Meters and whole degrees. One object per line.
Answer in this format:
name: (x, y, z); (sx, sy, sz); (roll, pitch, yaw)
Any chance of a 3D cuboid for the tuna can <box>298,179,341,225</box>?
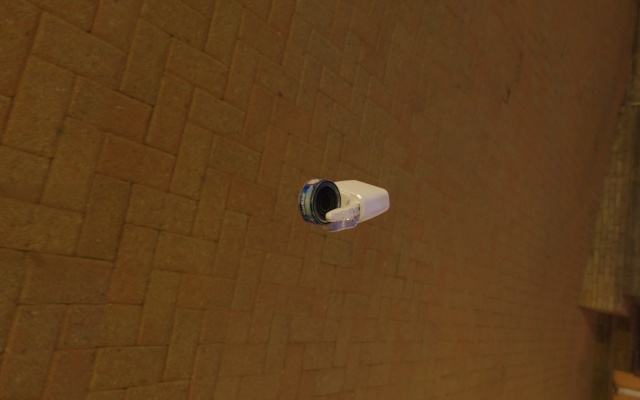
tuna can: (0.001, 0.003, 0.880); (0.034, 0.086, 0.086); (3, 2, 42)
